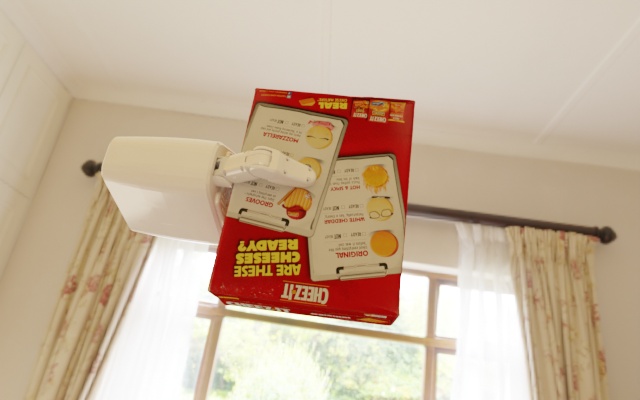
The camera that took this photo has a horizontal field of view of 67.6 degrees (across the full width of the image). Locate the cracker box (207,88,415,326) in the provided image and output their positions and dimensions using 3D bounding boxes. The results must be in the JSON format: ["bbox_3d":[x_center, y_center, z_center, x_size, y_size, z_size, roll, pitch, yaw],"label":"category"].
[{"bbox_3d":[0.000,0.001,0.463,0.164,0.213,0.072,6,-22,6],"label":"cracker box"}]
